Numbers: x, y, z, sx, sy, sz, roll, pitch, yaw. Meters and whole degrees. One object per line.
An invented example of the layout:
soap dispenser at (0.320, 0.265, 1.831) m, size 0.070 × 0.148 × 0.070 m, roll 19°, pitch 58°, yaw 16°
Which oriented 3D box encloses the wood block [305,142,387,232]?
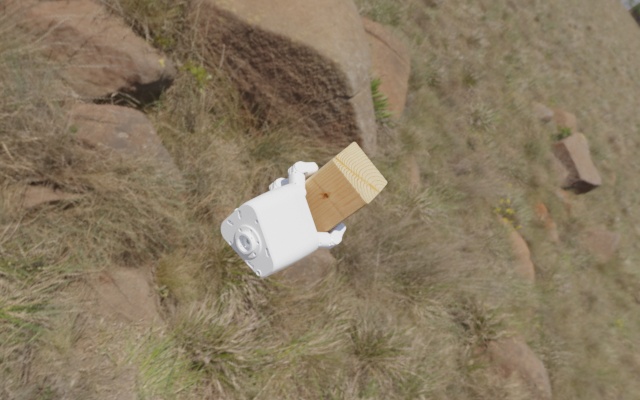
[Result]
wood block at (0.000, 0.003, 0.822) m, size 0.206 × 0.091 × 0.090 m, roll -37°, pitch 3°, yaw 38°
